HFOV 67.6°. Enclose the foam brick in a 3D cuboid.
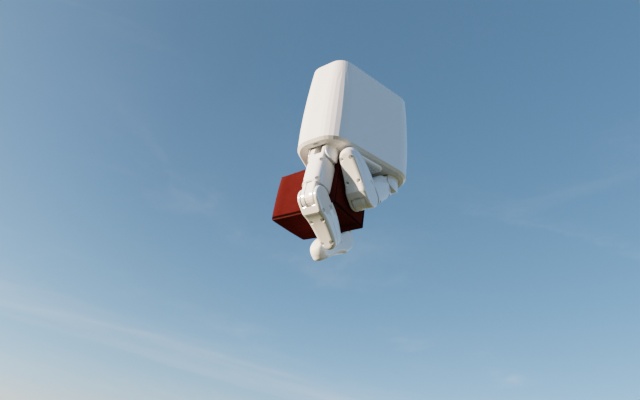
[{"bbox_3d":[0.000,0.002,0.481,0.078,0.051,0.053,-14,-36,33],"label":"foam brick"}]
